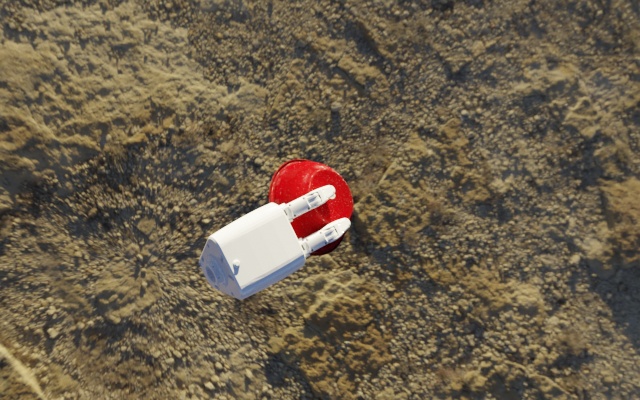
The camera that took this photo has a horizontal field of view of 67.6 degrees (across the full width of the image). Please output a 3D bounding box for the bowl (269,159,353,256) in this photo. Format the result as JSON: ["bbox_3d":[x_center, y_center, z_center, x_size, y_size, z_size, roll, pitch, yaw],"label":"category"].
[{"bbox_3d":[0.001,0.002,0.750,0.162,0.162,0.055,0,-17,-43],"label":"bowl"}]
